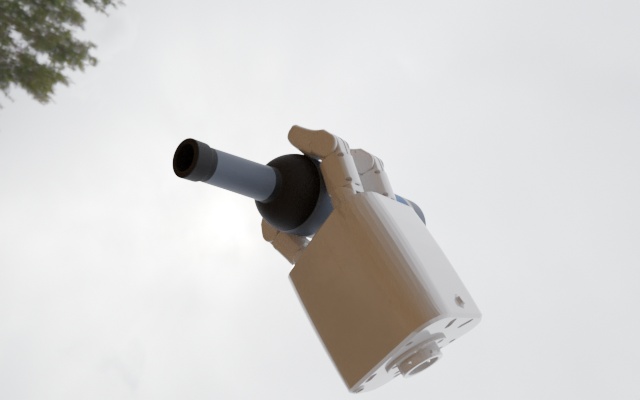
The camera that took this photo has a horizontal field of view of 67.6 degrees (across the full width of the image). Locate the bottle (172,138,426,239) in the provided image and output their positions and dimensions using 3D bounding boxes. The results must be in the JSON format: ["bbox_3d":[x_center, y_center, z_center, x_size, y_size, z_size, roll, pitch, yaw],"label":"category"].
[{"bbox_3d":[0.000,0.001,0.424,0.069,0.069,0.296,0,-12,38],"label":"bottle"}]
